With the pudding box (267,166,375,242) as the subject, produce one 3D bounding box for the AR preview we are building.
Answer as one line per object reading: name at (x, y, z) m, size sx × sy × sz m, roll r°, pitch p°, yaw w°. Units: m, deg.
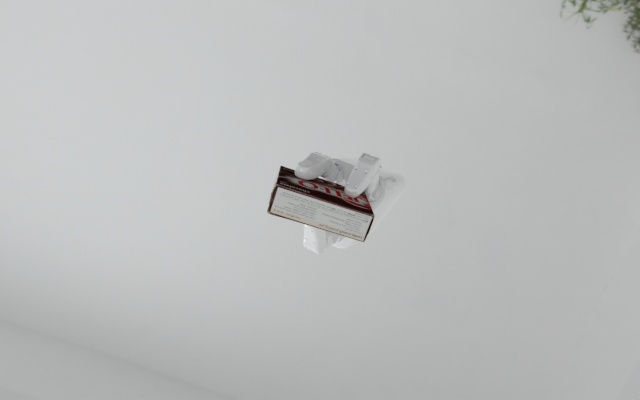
pudding box at (0.000, 0.002, 0.542) m, size 0.113 × 0.039 × 0.090 m, roll 15°, pitch 15°, yaw -6°
